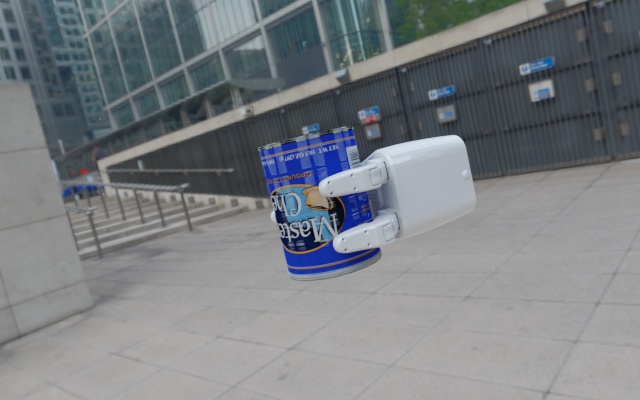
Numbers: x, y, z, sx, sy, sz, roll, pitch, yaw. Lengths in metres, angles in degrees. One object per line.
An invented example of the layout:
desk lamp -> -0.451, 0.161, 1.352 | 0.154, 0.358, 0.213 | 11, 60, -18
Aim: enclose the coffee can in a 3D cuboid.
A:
coffee can -> 0.000, 0.002, 0.505 | 0.103, 0.140, 0.103 | -13, 6, 1
